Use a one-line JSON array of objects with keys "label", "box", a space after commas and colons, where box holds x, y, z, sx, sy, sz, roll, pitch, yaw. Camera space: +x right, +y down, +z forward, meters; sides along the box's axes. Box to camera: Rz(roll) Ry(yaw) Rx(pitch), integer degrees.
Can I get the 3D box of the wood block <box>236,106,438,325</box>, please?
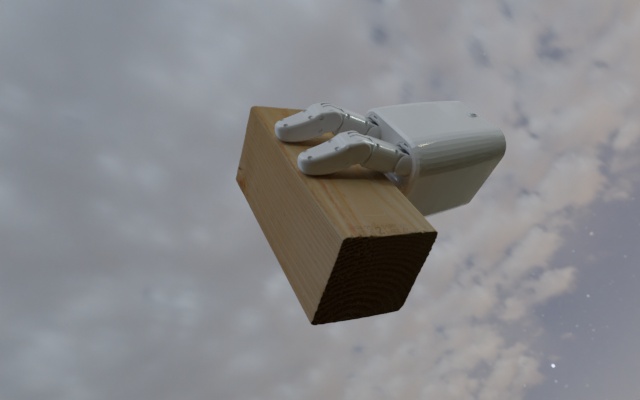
[{"label": "wood block", "box": [0.000, 0.002, 0.439, 0.090, 0.091, 0.206, -2, 36, -29]}]
